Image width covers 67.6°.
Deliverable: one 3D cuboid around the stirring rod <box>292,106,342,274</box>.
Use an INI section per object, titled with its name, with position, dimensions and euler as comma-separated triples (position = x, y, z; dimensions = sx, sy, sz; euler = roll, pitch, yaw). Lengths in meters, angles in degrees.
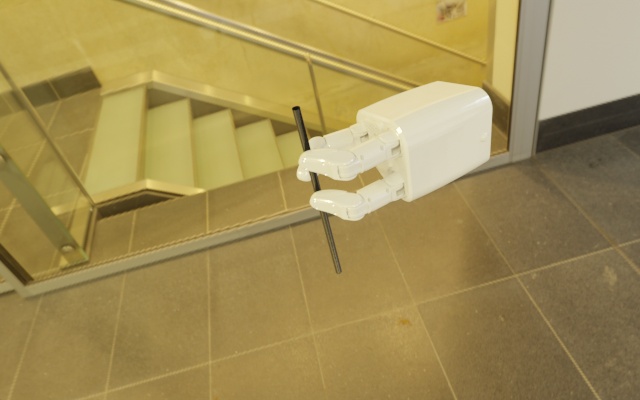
[stirring rod]
position = 0.000, 0.002, 0.526
dimensions = 0.011, 0.240, 0.011
euler = -8, 41, 7
